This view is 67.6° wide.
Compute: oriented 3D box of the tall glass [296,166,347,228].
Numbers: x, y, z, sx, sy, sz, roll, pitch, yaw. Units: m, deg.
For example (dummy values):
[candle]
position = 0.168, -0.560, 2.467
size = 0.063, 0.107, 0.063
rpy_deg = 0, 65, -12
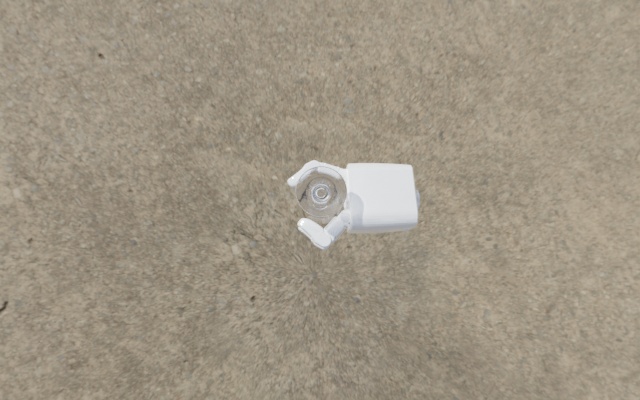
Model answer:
[tall glass]
position = 0.000, 0.002, 0.783
size = 0.079, 0.079, 0.201
rpy_deg = 0, -9, -1
